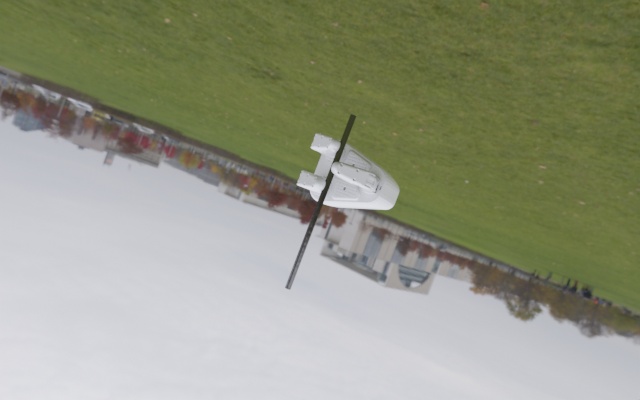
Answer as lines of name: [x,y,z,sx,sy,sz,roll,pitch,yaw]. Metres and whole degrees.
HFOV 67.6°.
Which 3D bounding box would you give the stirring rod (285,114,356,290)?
stirring rod: [0.000,0.002,0.620,0.011,0.239,0.011,21,0,0]
